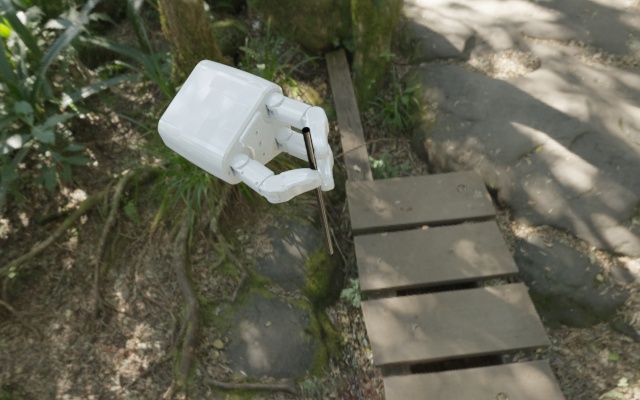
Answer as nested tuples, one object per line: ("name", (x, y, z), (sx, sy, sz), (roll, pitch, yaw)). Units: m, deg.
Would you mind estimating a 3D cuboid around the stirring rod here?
("stirring rod", (0.000, 0.002, 0.541), (0.011, 0.011, 0.240), (0, -34, 8))
